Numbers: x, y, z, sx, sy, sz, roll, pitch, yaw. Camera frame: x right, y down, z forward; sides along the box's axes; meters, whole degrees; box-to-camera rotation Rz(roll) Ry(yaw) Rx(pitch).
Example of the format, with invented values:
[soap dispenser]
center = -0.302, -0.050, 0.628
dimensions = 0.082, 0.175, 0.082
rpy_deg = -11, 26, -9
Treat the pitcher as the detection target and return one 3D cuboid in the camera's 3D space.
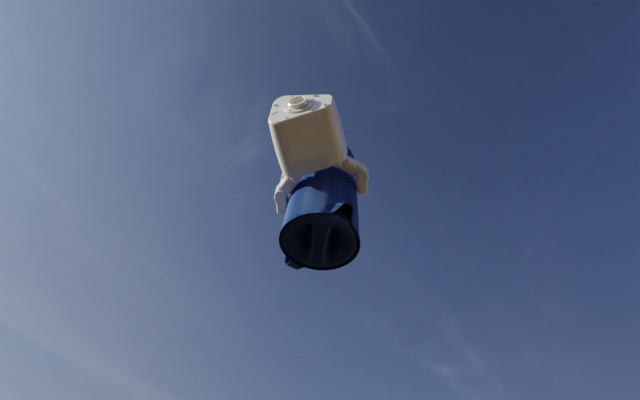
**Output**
[pitcher]
center = 0.000, 0.003, 0.866
dimensions = 0.149, 0.145, 0.242
rpy_deg = -8, 38, 12
